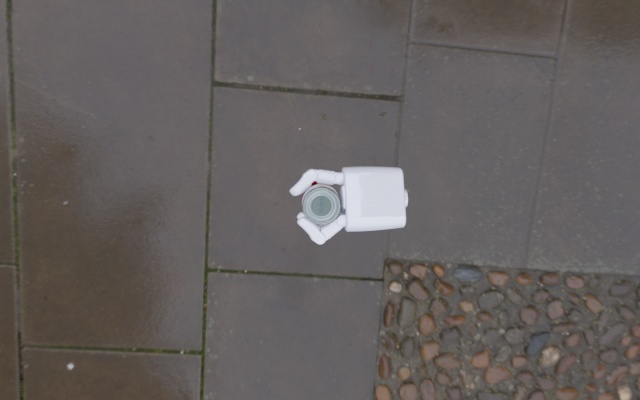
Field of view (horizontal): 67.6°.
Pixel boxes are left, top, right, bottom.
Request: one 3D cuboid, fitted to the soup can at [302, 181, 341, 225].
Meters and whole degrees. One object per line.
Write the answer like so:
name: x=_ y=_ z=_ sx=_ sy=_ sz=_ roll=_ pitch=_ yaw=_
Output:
soup can: x=0.000 y=0.003 z=0.860 sx=0.068 sy=0.068 sz=0.102 roll=0 pitch=9 yaw=-3
